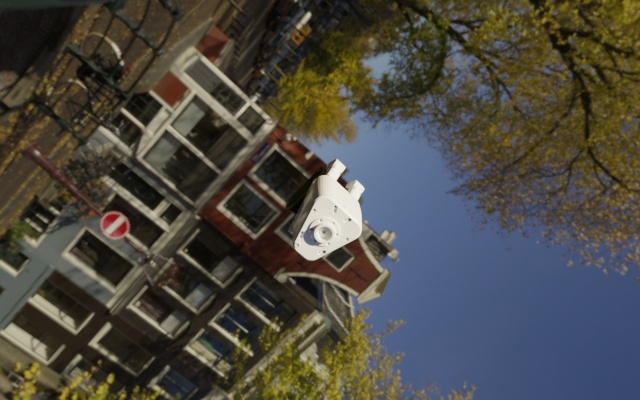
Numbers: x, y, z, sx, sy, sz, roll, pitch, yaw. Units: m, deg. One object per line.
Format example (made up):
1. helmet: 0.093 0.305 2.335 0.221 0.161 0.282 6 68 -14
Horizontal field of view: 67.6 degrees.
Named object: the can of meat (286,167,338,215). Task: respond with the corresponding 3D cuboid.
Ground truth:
1. can of meat: 0.000 0.003 0.890 0.084 0.102 0.057 42 11 -12
